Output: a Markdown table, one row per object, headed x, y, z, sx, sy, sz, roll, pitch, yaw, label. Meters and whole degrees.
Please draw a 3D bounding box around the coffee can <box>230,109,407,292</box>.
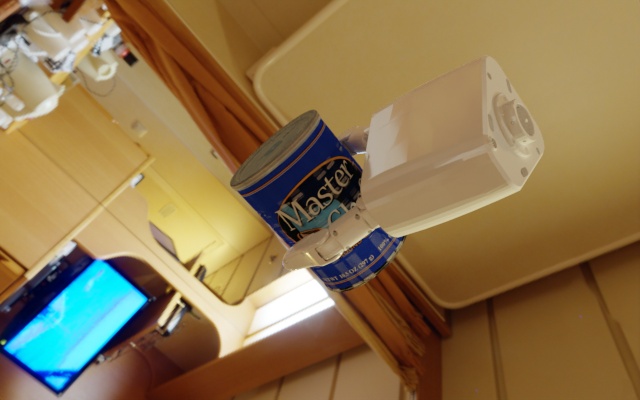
| x | y | z | sx | sy | sz | roll | pitch | yaw | label |
| --- | --- | --- | --- | --- | --- | --- | --- | --- | --- |
| 0.000 | 0.001 | 0.450 | 0.103 | 0.140 | 0.102 | -37 | 19 | 14 | coffee can |
